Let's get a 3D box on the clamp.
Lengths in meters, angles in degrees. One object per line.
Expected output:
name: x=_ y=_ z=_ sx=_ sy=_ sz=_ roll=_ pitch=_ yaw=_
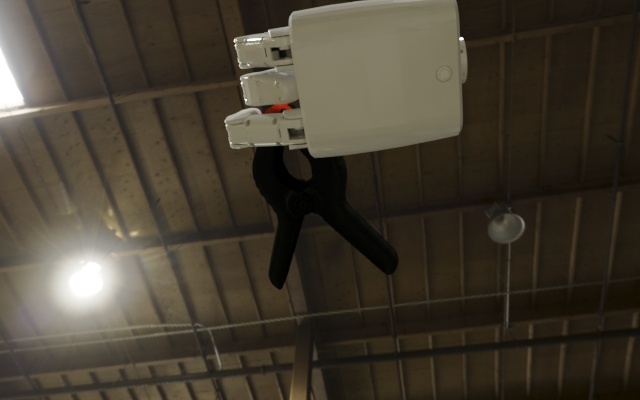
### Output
clamp: x=0.000 y=0.001 z=0.403 sx=0.120 sy=0.171 sz=0.039 roll=-5 pitch=26 yaw=10
